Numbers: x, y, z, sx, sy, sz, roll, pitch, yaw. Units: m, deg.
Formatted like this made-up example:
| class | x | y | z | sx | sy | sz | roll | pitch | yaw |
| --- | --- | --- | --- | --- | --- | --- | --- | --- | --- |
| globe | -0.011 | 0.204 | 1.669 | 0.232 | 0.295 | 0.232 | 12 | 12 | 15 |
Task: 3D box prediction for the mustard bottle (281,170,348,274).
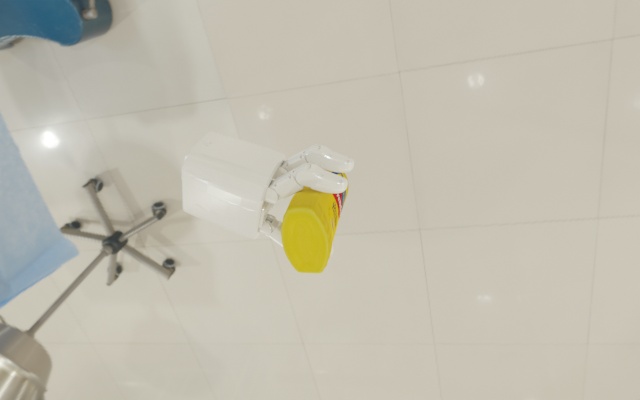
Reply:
| class | x | y | z | sx | sy | sz | roll | pitch | yaw |
| --- | --- | --- | --- | --- | --- | --- | --- | --- | --- |
| mustard bottle | 0.000 | 0.002 | 0.627 | 0.058 | 0.096 | 0.191 | -1 | 30 | 14 |
